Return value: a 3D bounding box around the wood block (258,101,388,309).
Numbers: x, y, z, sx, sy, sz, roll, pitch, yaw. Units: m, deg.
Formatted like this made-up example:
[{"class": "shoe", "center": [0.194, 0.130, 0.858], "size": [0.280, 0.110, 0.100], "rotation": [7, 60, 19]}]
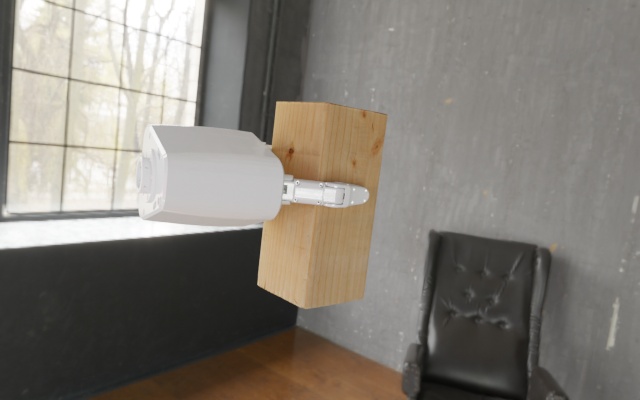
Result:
[{"class": "wood block", "center": [0.000, 0.002, 0.526], "size": [0.090, 0.206, 0.091], "rotation": [1, 9, -42]}]
